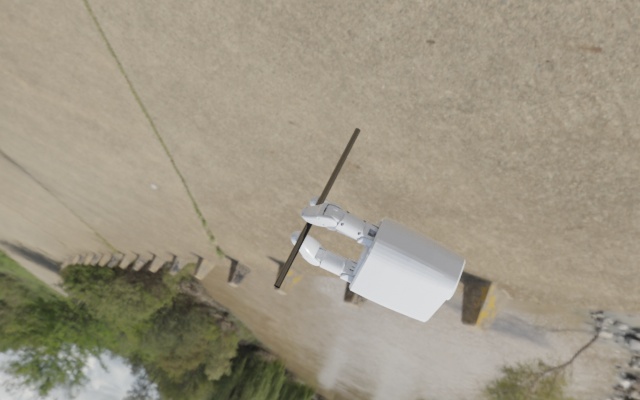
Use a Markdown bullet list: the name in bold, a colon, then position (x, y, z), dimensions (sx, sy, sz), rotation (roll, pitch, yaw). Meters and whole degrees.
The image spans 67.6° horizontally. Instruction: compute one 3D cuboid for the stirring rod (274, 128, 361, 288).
- **stirring rod**: position (0.000, 0.002, 0.601), dimensions (0.011, 0.239, 0.011), rotation (23, -24, 11)
